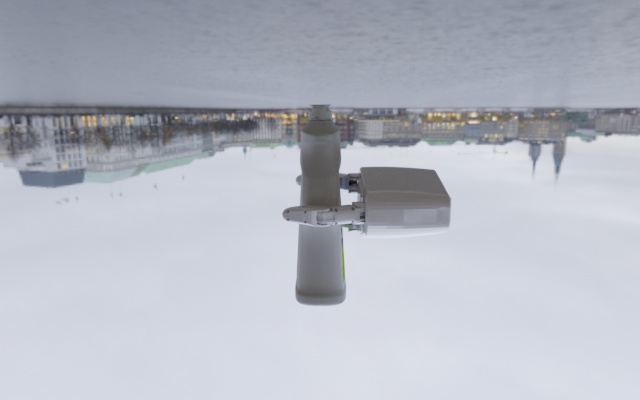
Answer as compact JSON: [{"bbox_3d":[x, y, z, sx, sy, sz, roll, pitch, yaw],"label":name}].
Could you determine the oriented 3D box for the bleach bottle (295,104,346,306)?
[{"bbox_3d":[0.000,0.002,0.626,0.068,0.251,0.102,0,11,0],"label":"bleach bottle"}]
